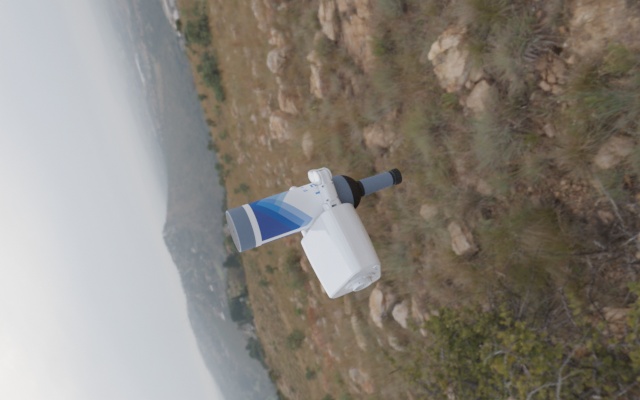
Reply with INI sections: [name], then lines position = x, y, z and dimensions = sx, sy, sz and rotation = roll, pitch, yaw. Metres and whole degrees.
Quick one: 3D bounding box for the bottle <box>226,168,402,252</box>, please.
[bottle]
position = 0.000, 0.003, 0.768
dimensions = 0.295, 0.069, 0.069
rotation = -19, 6, -19
